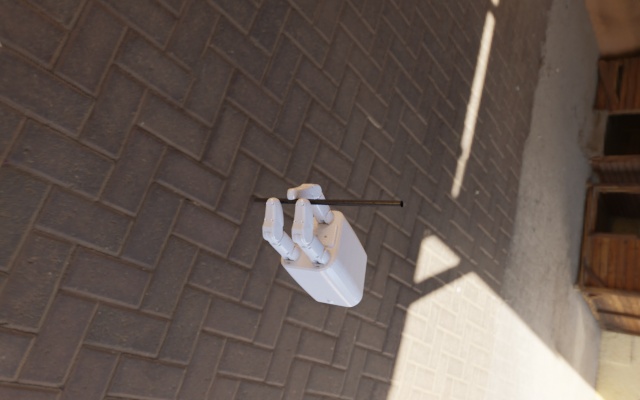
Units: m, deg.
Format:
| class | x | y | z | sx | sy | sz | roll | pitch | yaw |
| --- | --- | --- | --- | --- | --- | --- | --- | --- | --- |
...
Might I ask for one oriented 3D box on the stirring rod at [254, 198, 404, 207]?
| class | x | y | z | sx | sy | sz | roll | pitch | yaw |
| --- | --- | --- | --- | --- | --- | --- | --- | --- | --- |
| stirring rod | 0.000 | 0.002 | 0.633 | 0.239 | 0.011 | 0.011 | 1 | 1 | 37 |
